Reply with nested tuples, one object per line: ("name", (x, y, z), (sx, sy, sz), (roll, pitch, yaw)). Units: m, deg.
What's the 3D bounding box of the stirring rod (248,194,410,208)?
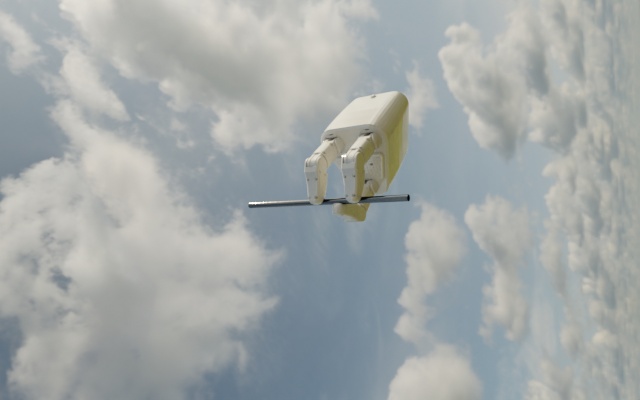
("stirring rod", (0.000, 0.002, 0.606), (0.239, 0.011, 0.011), (-3, -2, 34))
